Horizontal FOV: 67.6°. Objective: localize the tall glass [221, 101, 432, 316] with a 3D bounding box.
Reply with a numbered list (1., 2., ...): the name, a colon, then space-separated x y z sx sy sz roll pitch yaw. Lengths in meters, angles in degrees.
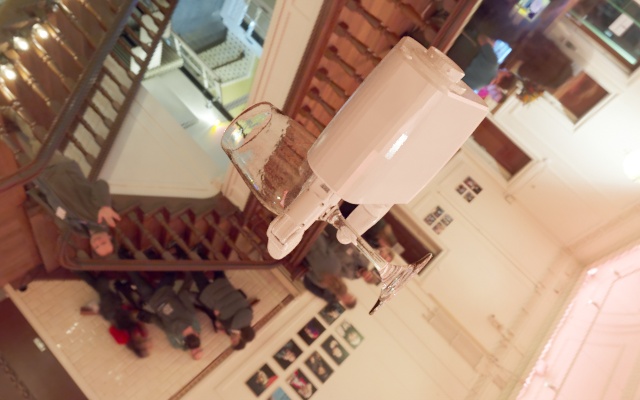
1. tall glass: 0.000 0.002 0.422 0.079 0.201 0.079 -43 -10 -10
